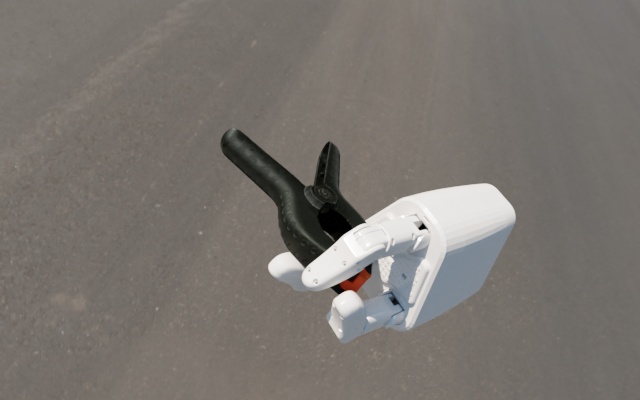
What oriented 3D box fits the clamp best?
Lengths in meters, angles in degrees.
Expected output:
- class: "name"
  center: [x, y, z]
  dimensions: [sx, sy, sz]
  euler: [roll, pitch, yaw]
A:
- class: "clamp"
  center: [0.000, 0.001, 0.401]
  dimensions: [0.120, 0.171, 0.039]
  euler: [-11, -33, -38]
